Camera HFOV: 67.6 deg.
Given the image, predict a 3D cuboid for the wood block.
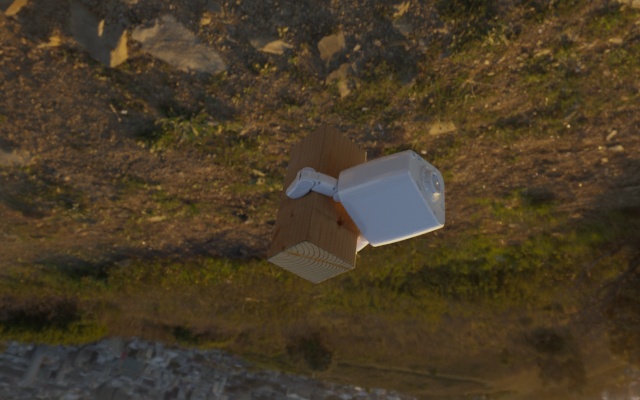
[{"bbox_3d":[0.000,0.002,0.706,0.091,0.206,0.090,31,-41,-28],"label":"wood block"}]
